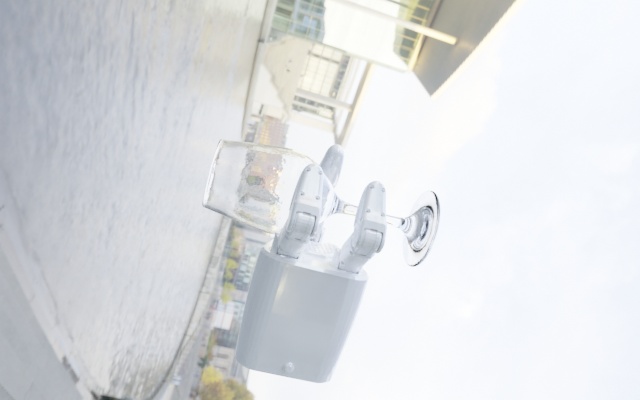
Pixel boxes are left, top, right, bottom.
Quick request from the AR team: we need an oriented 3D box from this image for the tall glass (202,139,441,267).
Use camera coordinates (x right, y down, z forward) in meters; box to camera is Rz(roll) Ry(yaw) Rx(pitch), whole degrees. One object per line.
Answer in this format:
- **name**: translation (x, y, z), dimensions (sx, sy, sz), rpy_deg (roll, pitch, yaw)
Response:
- **tall glass**: translation (0.001, 0.001, 0.432), dimensions (0.201, 0.079, 0.079), rpy_deg (15, -3, -10)
